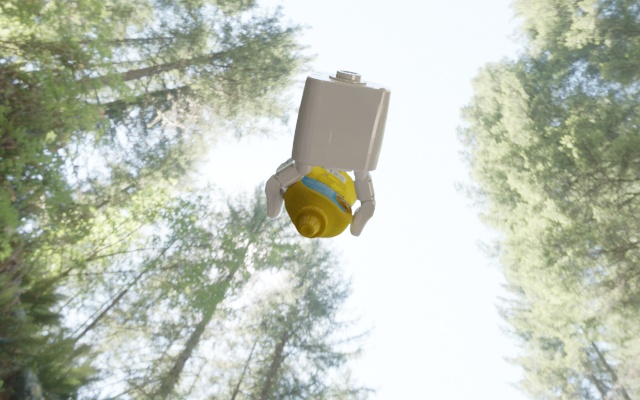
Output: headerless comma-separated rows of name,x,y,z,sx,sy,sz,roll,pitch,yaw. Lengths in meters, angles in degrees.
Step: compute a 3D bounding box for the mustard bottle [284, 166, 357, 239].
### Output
mustard bottle,0.000,0.002,0.651,0.096,0.058,0.191,36,22,-4
